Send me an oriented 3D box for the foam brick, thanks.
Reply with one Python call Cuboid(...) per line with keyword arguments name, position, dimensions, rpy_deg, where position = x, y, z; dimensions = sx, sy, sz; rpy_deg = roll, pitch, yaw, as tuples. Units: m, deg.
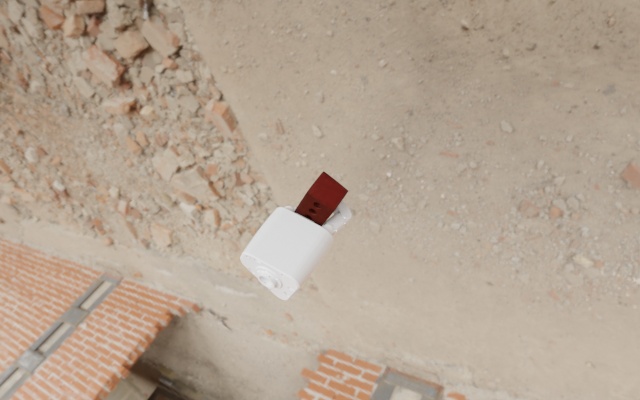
Cuboid(name="foam brick", position=(0.000, 0.002, 0.774), dimensions=(0.053, 0.051, 0.078), rpy_deg=(37, -35, 1))
